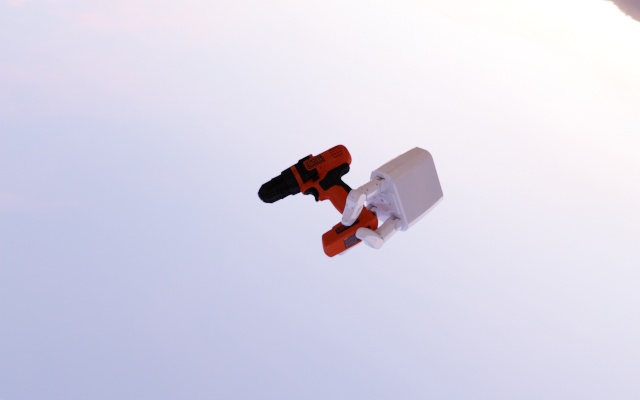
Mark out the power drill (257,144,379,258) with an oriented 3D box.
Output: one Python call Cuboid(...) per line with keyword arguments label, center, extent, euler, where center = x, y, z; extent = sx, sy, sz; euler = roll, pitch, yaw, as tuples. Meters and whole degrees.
Cuboid(label="power drill", center=(0.001, 0.003, 0.832), extent=(0.184, 0.187, 0.057), euler=(-28, -30, -4))
